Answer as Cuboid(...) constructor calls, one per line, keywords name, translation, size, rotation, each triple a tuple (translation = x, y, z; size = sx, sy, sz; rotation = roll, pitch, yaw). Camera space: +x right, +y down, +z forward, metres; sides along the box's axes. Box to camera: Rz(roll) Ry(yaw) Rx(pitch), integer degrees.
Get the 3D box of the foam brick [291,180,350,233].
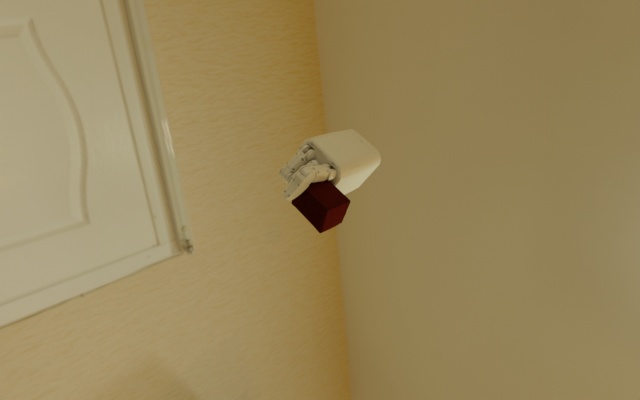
Cuboid(name="foam brick", translation=(0.000, 0.003, 0.765), size=(0.051, 0.053, 0.078), rotation=(-20, 54, -38))
